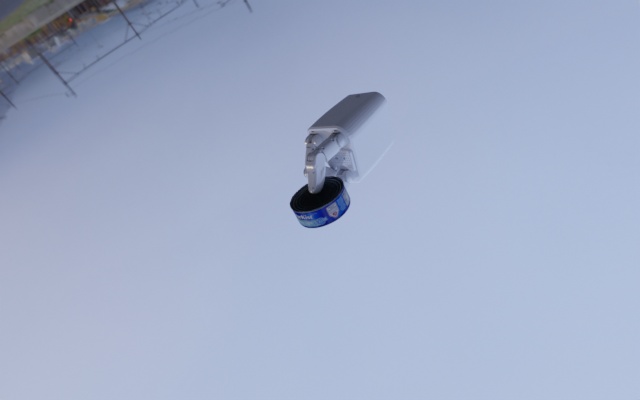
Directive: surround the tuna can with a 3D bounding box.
[{"bbox_3d":[0.000,0.003,0.704,0.086,0.034,0.086,-20,29,12],"label":"tuna can"}]
